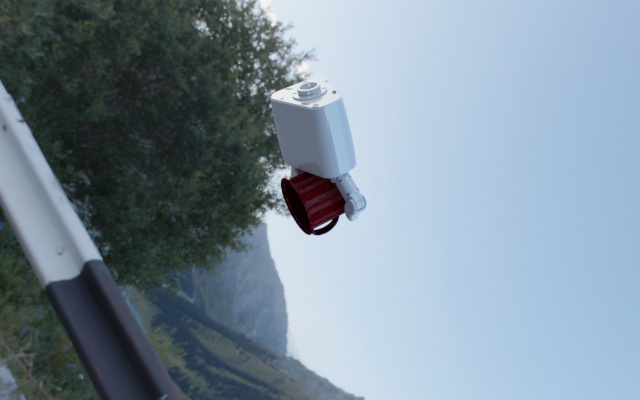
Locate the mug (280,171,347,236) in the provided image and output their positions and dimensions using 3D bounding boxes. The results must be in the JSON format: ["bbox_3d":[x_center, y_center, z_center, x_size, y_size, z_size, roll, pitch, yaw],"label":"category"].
[{"bbox_3d":[0.001,0.003,0.717,0.081,0.117,0.093,-26,36,-18],"label":"mug"}]
